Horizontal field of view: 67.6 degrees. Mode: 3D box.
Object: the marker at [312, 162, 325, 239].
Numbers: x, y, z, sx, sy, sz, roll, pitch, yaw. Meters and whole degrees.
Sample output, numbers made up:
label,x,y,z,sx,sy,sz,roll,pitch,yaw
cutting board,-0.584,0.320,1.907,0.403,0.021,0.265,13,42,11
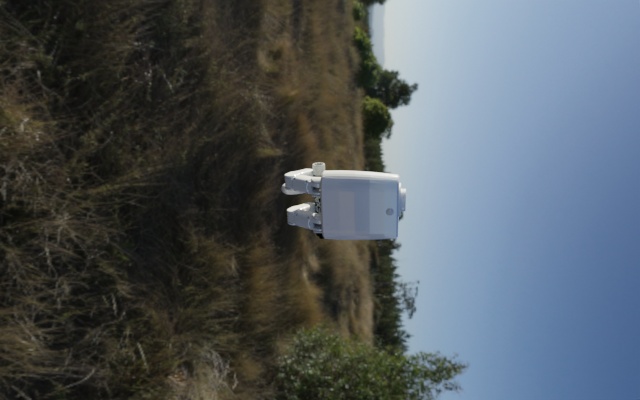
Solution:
label,x,y,z,sx,sy,sz,roll,pitch,yaw
marker,0.000,0.002,0.729,0.020,0.121,0.020,-2,20,1
